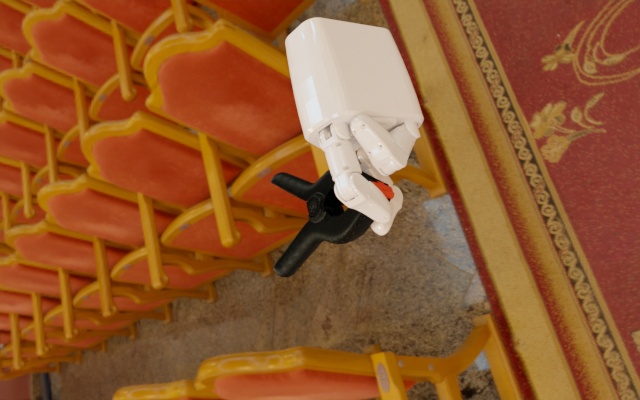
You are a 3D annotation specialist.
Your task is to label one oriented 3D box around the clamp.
[{"bbox_3d":[0.000,0.002,0.500,0.039,0.120,0.171,4,-26,-46],"label":"clamp"}]
